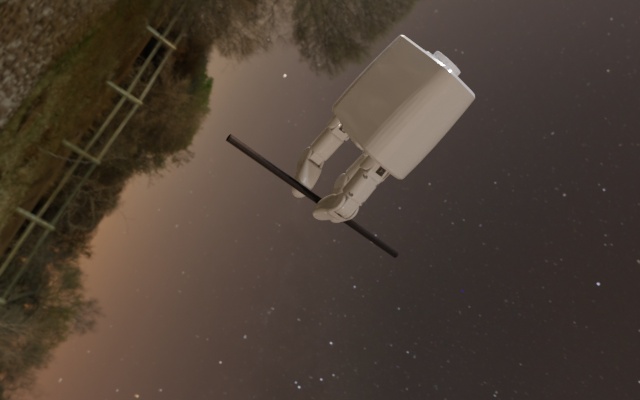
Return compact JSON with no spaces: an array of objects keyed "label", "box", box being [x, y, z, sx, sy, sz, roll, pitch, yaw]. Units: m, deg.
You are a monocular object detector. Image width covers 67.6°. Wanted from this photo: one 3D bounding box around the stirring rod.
[{"label":"stirring rod","box":[0.000,0.002,0.512,0.239,0.011,0.011,35,-17,-25]}]
